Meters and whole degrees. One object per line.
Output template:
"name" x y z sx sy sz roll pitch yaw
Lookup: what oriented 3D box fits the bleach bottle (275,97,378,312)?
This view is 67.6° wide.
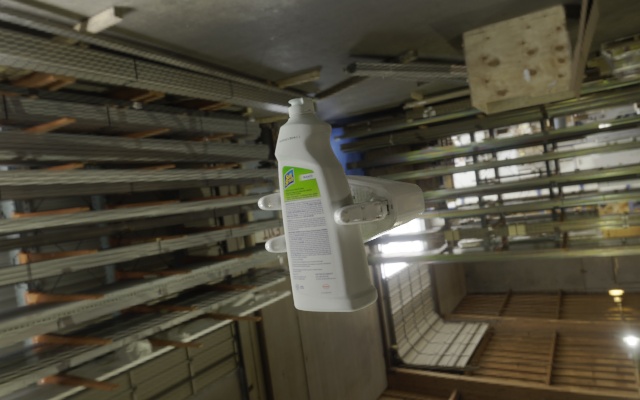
"bleach bottle" 0.000 0.002 0.573 0.102 0.251 0.068 -7 1 34
